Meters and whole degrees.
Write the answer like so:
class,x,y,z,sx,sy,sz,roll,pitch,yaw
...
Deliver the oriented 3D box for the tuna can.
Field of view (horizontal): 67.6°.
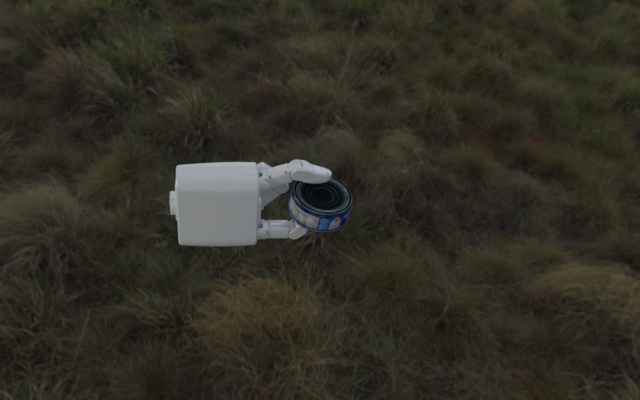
class,x,y,z,sx,sy,sz,roll,pitch,yaw
tuna can,0.000,0.002,0.656,0.086,0.034,0.086,9,42,-8
